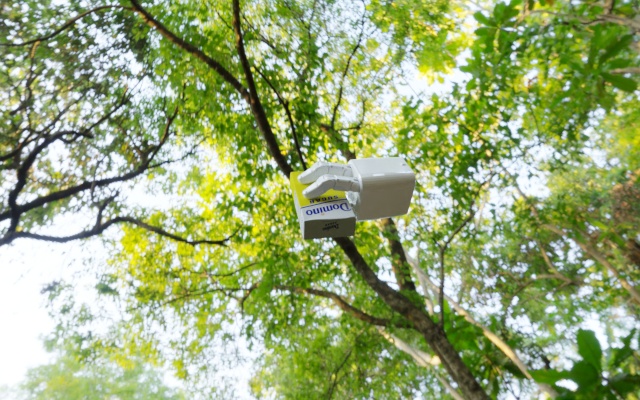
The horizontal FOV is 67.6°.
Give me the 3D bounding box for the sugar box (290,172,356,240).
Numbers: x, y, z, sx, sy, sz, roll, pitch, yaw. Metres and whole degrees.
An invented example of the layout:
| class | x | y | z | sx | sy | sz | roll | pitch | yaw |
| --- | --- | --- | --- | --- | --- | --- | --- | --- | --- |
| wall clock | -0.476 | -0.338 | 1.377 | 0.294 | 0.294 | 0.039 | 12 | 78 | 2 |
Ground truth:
| class | x | y | z | sx | sy | sz | roll | pitch | yaw |
| --- | --- | --- | --- | --- | --- | --- | --- | --- | --- |
| sugar box | 0.000 | 0.002 | 0.879 | 0.093 | 0.048 | 0.176 | -4 | 29 | -11 |
